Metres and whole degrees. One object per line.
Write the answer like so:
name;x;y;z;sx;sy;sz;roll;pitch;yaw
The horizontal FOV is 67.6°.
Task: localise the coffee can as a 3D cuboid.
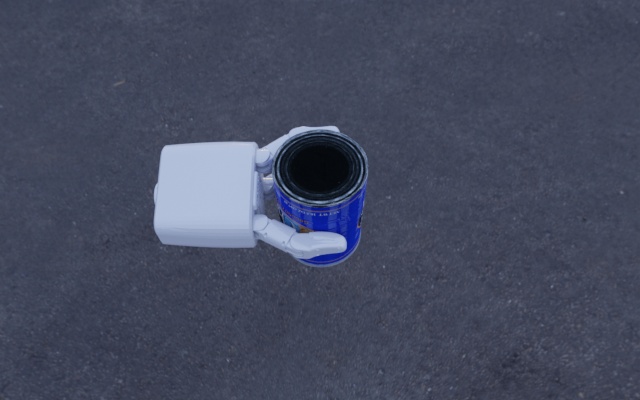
coffee can;0.000;0.002;0.558;0.103;0.102;0.140;0;-33;0
